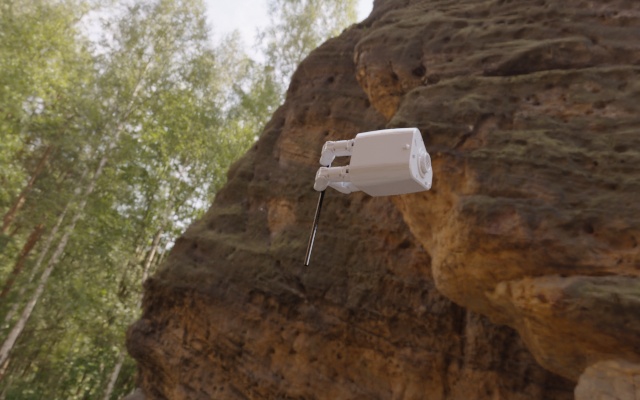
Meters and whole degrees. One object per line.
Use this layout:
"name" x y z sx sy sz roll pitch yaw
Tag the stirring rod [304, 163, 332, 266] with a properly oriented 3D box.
"stirring rod" 0.000 0.003 0.844 0.011 0.239 0.011 10 -27 5
